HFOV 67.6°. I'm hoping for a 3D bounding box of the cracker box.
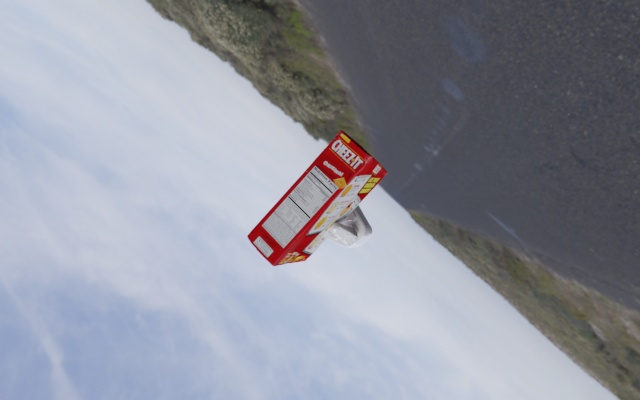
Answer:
[{"bbox_3d":[0.000,0.003,0.755,0.072,0.214,0.164,44,7,14],"label":"cracker box"}]
